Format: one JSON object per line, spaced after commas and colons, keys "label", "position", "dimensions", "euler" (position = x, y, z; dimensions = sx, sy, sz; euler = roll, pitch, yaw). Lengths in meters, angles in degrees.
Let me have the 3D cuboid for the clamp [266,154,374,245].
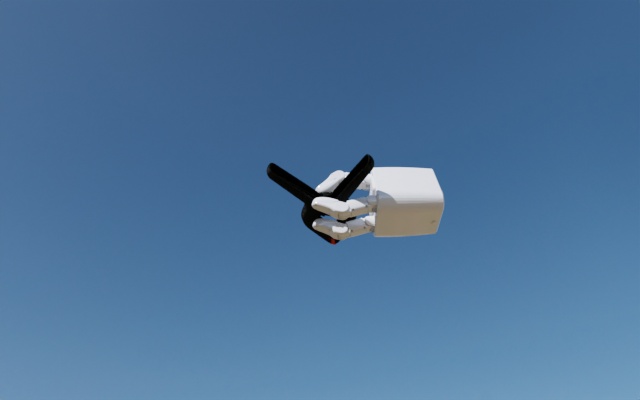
{"label": "clamp", "position": [0.000, 0.002, 0.794], "dimensions": [0.164, 0.036, 0.210], "euler": [1, -40, 1]}
